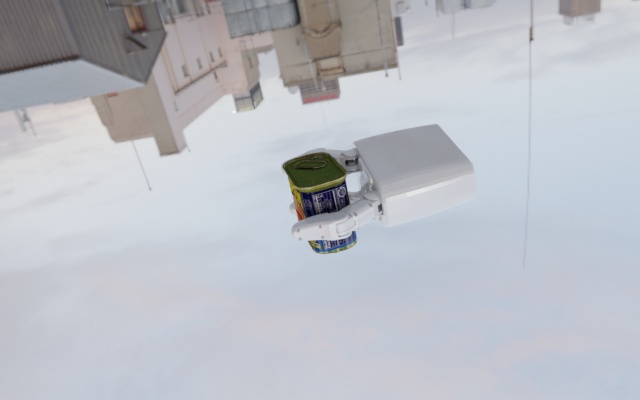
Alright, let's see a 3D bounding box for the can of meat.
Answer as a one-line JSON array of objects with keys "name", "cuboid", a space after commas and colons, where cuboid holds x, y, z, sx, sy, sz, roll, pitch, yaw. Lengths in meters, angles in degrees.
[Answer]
[{"name": "can of meat", "cuboid": [0.000, 0.002, 0.537, 0.057, 0.084, 0.102, -17, 24, -9]}]
